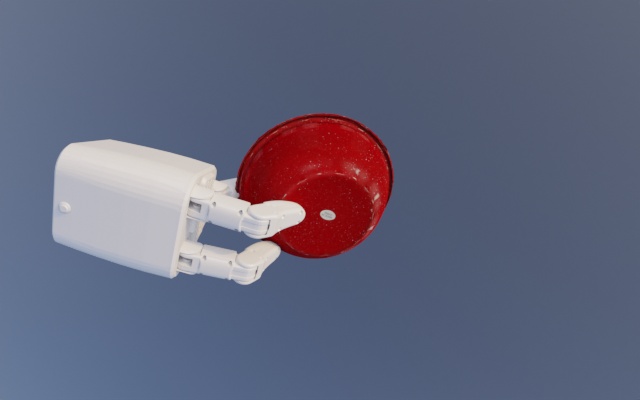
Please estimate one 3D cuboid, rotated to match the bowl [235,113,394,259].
[{"bbox_3d":[0.001,0.002,0.461,0.162,0.162,0.055,0,31,-12],"label":"bowl"}]
